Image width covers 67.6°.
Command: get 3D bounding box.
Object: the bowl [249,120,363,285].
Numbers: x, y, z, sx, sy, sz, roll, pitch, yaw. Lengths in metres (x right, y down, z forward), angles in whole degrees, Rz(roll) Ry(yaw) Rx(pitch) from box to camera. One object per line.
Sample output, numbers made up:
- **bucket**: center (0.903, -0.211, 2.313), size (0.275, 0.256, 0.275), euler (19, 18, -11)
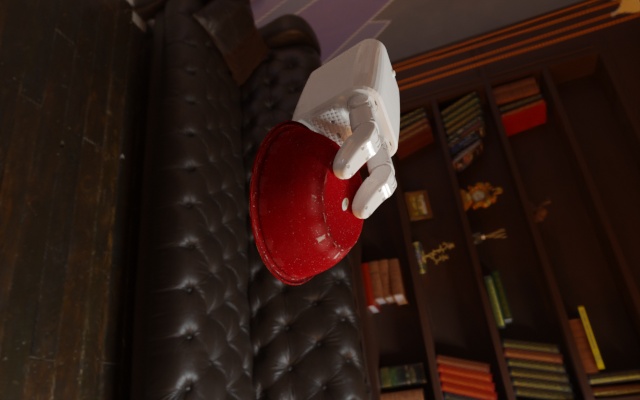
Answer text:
- **bowl**: center (0.000, 0.003, 0.460), size (0.055, 0.162, 0.162), euler (-1, -1, 28)
